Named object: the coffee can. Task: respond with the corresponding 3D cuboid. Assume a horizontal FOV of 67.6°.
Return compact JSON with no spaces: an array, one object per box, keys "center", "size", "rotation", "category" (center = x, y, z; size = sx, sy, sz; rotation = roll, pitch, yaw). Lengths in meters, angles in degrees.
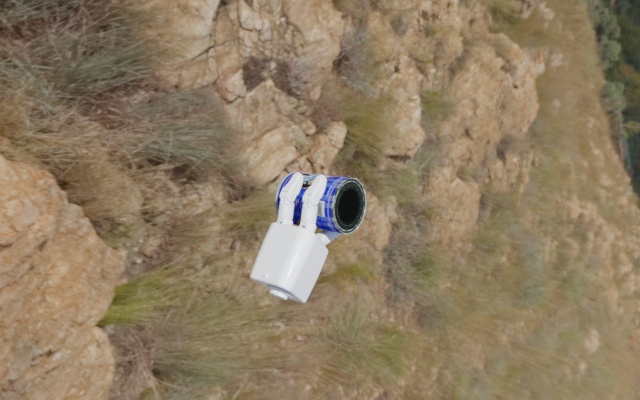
[{"center":[0.000,0.003,0.890],"size":[0.140,0.103,0.103],"rotation":[8,5,39],"category":"coffee can"}]
